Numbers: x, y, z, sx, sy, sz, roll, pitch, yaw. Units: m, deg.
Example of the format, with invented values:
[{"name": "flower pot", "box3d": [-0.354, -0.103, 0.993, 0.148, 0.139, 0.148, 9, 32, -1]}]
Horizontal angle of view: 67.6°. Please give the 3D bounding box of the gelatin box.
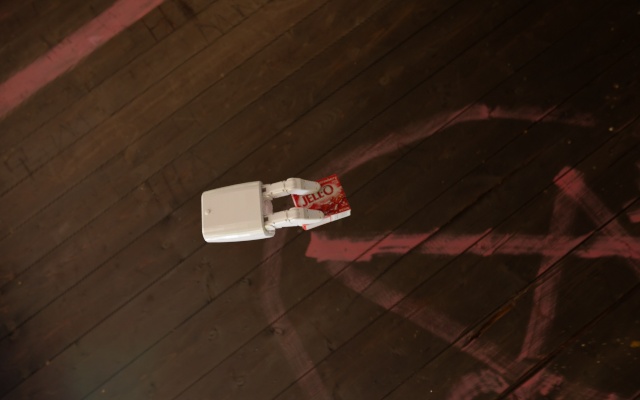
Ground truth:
[{"name": "gelatin box", "box3d": [0.000, 0.003, 0.844, 0.089, 0.073, 0.030, -19, -22, -6]}]
